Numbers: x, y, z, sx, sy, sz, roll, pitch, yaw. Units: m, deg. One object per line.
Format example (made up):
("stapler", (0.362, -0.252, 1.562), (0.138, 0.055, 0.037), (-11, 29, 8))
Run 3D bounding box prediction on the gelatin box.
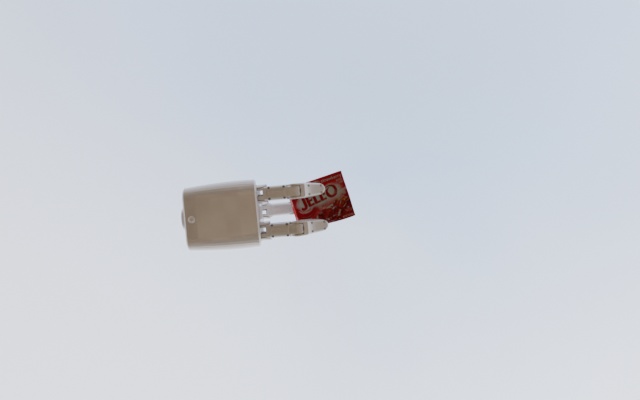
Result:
("gelatin box", (0.000, 0.002, 0.735), (0.089, 0.073, 0.030), (-19, 3, -10))
